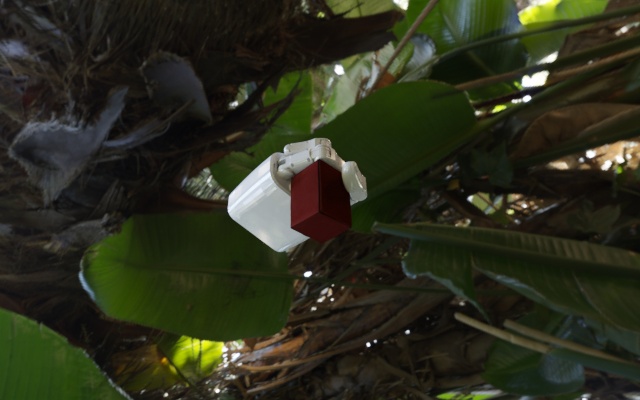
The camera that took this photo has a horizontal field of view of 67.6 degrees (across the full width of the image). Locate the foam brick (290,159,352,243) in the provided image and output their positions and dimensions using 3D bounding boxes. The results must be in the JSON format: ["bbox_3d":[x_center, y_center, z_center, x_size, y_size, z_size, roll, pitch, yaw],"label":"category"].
[{"bbox_3d":[0.000,0.002,0.569,0.053,0.078,0.051,30,-46,-35],"label":"foam brick"}]
